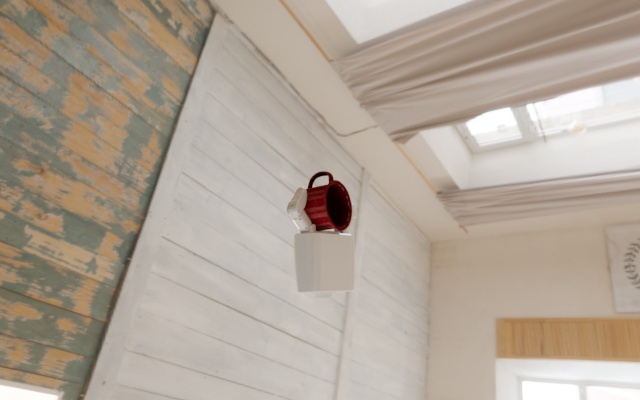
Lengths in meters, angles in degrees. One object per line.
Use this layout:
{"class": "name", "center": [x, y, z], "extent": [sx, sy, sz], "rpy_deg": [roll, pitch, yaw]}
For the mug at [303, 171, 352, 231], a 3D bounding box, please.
{"class": "mug", "center": [0.000, 0.002, 0.887], "extent": [0.081, 0.117, 0.093], "rpy_deg": [-10, -14, 33]}
